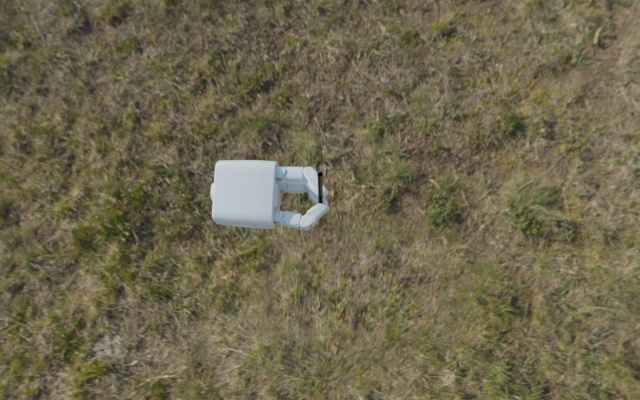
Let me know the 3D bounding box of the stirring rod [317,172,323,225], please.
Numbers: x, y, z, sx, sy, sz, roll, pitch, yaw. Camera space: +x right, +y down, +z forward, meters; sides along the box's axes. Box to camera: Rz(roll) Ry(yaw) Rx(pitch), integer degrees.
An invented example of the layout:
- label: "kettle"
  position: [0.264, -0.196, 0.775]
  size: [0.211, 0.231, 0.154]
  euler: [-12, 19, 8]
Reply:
- label: "stirring rod"
  position: [0.000, 0.003, 0.833]
  size: [0.011, 0.011, 0.240]
  euler: [0, -21, 0]
